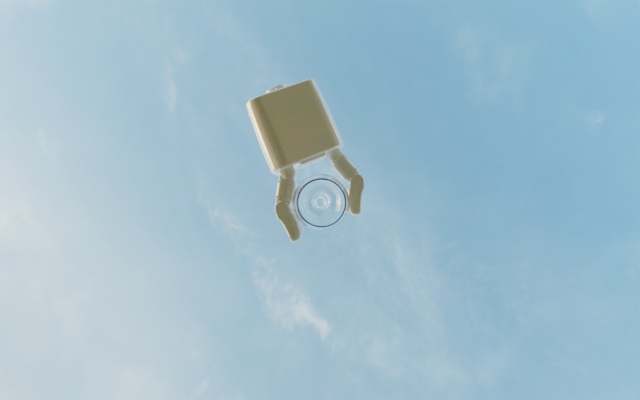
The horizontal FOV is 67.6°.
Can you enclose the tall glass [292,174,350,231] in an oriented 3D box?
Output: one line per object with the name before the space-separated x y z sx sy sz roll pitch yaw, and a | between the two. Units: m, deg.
tall glass | 0.000 0.002 0.691 0.079 0.079 0.201 0 1 -1
